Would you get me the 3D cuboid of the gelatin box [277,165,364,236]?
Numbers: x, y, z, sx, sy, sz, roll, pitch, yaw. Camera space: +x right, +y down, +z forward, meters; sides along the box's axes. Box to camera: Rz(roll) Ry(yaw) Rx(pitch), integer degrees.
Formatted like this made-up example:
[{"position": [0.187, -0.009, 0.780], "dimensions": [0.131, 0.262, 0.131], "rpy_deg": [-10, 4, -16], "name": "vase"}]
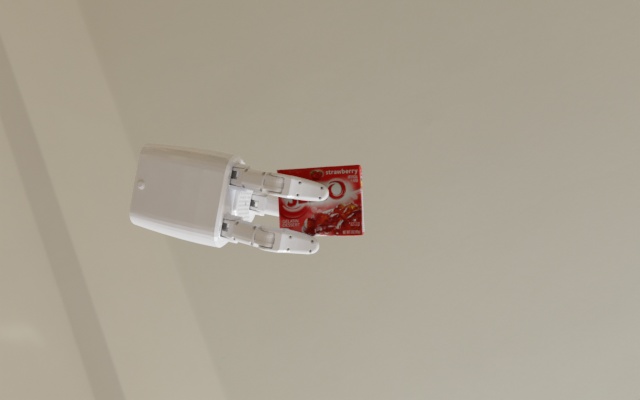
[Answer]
[{"position": [0.000, 0.002, 0.502], "dimensions": [0.089, 0.073, 0.030], "rpy_deg": [-2, -1, 8], "name": "gelatin box"}]
